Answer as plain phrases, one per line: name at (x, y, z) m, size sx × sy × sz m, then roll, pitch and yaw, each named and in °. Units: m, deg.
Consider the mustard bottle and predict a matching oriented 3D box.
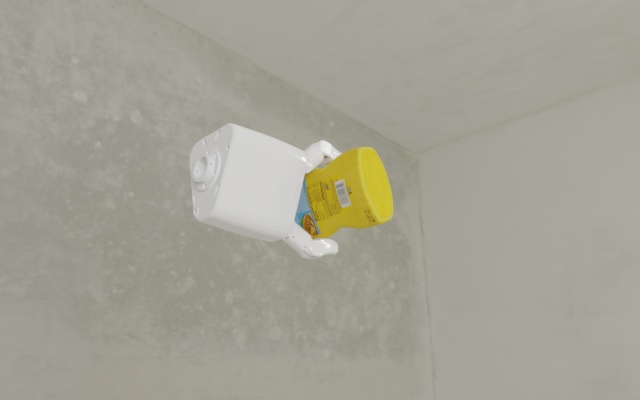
mustard bottle at (0.001, 0.002, 0.630) m, size 0.191 × 0.096 × 0.058 m, roll -18°, pitch -3°, yaw 41°
